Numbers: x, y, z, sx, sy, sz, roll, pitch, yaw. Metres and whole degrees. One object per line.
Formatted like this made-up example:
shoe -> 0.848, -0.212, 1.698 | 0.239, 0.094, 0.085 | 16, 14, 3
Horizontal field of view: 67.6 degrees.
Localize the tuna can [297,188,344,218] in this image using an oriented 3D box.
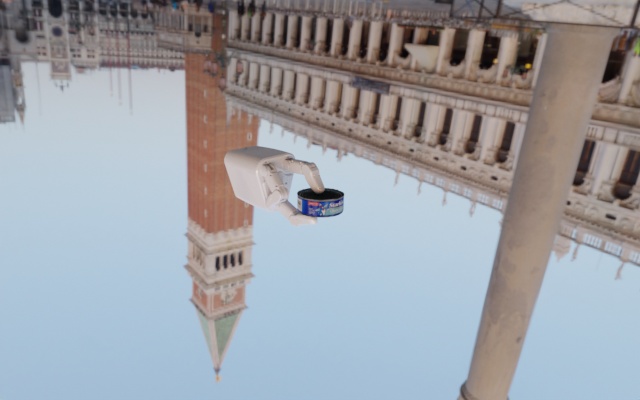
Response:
tuna can -> 0.000, 0.003, 0.864 | 0.086, 0.034, 0.086 | 1, 16, 0
